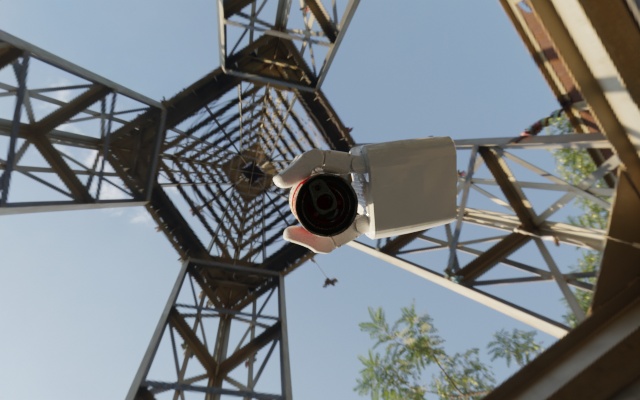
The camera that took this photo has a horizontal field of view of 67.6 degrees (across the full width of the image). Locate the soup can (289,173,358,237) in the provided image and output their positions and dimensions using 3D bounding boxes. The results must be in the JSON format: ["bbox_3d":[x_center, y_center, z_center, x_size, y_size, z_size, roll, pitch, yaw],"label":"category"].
[{"bbox_3d":[0.000,0.002,0.553,0.068,0.068,0.102,0,4,-8],"label":"soup can"}]
